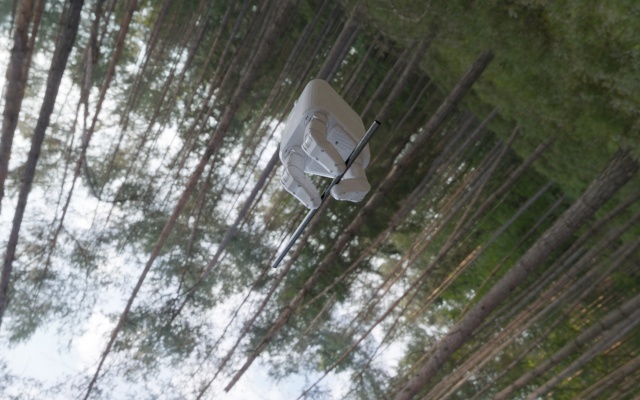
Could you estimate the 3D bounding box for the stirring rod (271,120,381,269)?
[{"bbox_3d":[0.000,0.002,0.566,0.011,0.240,0.011,26,32,-17],"label":"stirring rod"}]
